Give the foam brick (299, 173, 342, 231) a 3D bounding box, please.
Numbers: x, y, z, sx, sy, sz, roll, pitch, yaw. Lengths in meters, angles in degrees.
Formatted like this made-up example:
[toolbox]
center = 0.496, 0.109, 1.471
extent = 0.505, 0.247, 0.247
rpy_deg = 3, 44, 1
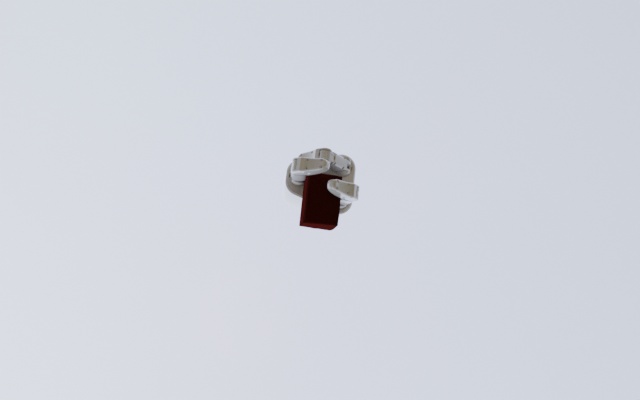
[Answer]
[foam brick]
center = 0.000, 0.003, 0.718
extent = 0.053, 0.078, 0.051
rpy_deg = 9, -13, -8
